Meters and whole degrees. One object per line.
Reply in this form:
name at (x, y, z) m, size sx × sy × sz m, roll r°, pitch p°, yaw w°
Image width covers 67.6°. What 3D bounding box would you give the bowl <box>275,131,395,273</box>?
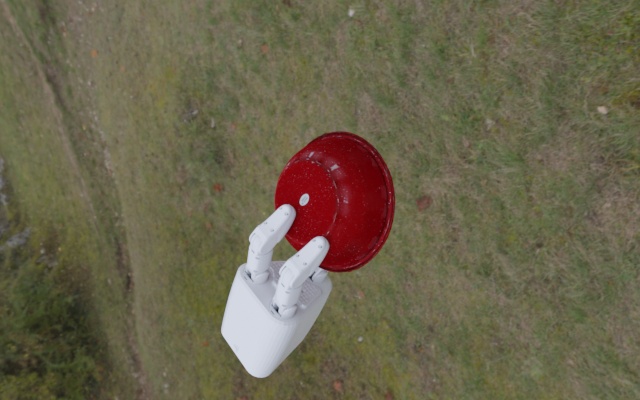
bowl at (0.000, 0.000, 0.528) m, size 0.162 × 0.162 × 0.055 m, roll 0°, pitch 0°, yaw 40°
